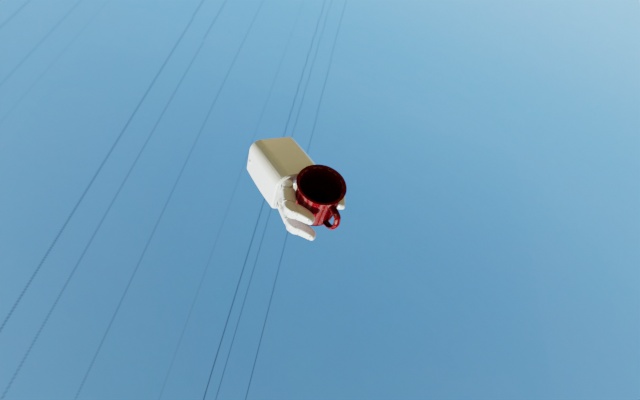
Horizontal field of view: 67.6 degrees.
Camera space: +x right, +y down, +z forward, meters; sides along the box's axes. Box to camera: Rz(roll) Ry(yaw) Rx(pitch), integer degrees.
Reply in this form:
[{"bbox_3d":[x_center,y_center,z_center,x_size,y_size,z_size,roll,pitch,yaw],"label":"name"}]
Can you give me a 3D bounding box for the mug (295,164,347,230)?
[{"bbox_3d":[0.001,0.004,0.881,0.093,0.117,0.082,-23,-27,-28],"label":"mug"}]
